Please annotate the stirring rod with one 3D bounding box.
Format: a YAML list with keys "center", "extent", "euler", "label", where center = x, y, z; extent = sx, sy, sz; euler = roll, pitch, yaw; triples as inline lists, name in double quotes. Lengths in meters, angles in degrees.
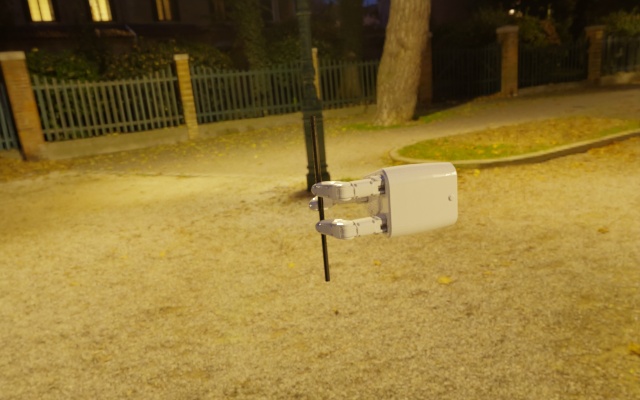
- center: [0.000, 0.002, 0.673]
  extent: [0.011, 0.239, 0.011]
  euler: [-5, 15, 1]
  label: "stirring rod"
